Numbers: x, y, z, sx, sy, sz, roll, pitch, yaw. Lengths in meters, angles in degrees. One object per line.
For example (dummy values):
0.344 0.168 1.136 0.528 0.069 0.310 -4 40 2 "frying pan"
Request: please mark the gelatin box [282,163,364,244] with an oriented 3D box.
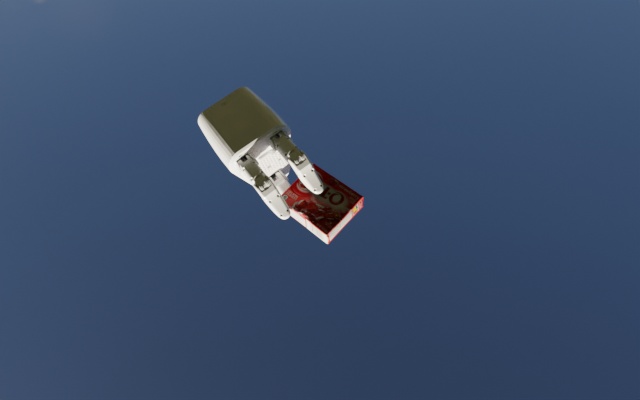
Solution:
0.000 0.002 0.630 0.089 0.073 0.030 36 -21 23 "gelatin box"
